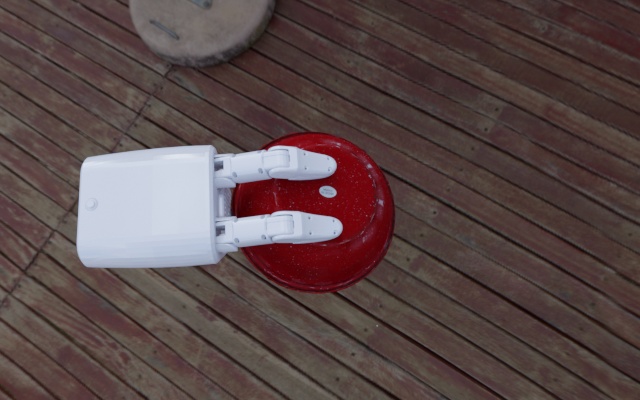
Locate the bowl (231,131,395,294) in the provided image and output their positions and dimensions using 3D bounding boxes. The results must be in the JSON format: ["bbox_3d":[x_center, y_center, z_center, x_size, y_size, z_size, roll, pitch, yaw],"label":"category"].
[{"bbox_3d":[0.001,0.001,0.437,0.162,0.162,0.055,0,-16,-11],"label":"bowl"}]
